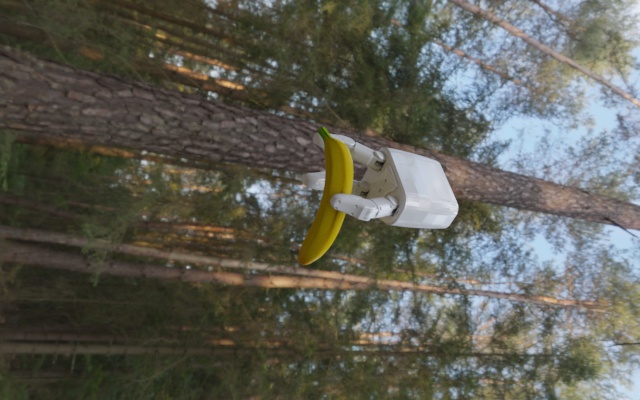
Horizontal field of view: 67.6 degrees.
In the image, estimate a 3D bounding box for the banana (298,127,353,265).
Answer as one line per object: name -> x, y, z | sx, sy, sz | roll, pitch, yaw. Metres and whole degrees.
banana -> 0.010, 0.003, 0.651 | 0.037, 0.198, 0.069 | 5, 10, -31
